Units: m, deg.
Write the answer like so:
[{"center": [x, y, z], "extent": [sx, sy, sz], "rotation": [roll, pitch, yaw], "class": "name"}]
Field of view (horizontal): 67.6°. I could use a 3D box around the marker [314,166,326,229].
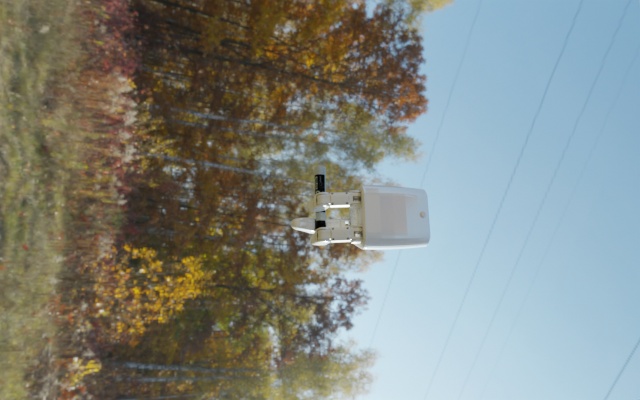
[{"center": [0.000, 0.003, 0.786], "extent": [0.020, 0.121, 0.020], "rotation": [-1, -14, 0], "class": "marker"}]
